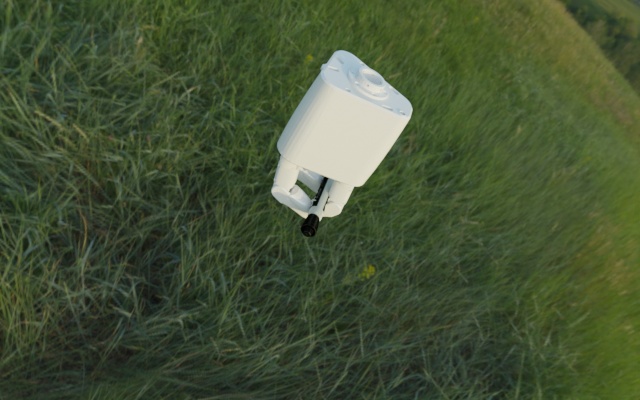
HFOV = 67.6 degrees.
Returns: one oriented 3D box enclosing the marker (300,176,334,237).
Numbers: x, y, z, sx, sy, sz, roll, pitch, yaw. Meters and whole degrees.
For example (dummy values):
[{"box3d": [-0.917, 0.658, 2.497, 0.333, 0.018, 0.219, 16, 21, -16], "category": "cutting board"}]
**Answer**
[{"box3d": [0.000, 0.002, 0.582, 0.020, 0.020, 0.121, 0, 36, 19], "category": "marker"}]
